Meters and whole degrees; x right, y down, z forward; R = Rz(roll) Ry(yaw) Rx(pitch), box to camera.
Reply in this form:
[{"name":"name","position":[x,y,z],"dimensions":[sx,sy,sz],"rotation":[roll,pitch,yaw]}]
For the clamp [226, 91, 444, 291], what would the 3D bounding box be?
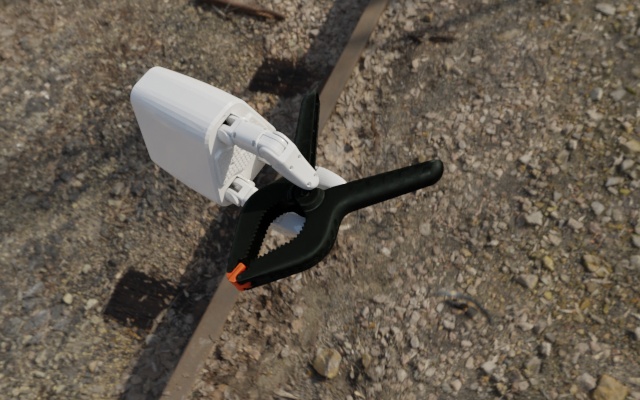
[{"name":"clamp","position":[-0.001,0.001,0.436],"dimensions":[0.164,0.210,0.036],"rotation":[27,-20,24]}]
